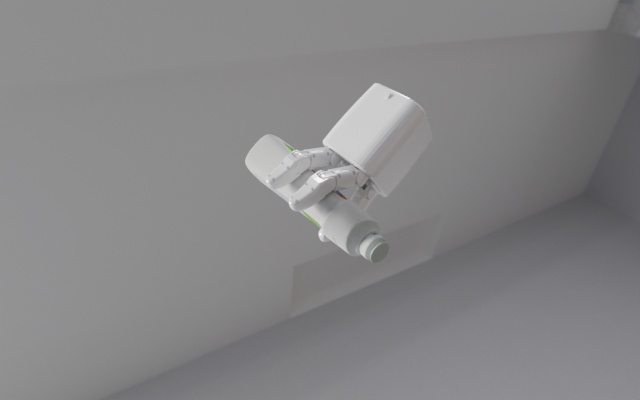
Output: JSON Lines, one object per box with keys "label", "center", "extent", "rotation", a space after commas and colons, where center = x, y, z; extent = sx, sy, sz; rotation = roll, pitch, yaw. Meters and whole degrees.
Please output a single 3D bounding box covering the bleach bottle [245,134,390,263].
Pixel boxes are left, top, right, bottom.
{"label": "bleach bottle", "center": [0.000, 0.002, 0.625], "extent": [0.250, 0.068, 0.103], "rotation": [40, 1, 41]}
